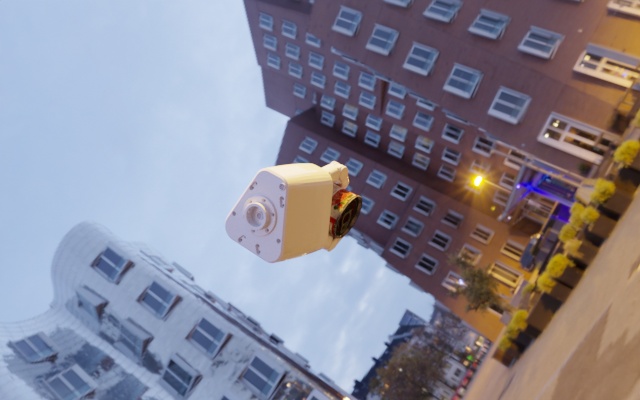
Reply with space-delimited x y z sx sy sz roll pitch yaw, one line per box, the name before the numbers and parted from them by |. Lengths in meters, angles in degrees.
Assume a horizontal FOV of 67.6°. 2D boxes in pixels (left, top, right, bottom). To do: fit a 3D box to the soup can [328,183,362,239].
soup can | 0.000 0.002 0.696 0.102 0.068 0.068 29 12 24
